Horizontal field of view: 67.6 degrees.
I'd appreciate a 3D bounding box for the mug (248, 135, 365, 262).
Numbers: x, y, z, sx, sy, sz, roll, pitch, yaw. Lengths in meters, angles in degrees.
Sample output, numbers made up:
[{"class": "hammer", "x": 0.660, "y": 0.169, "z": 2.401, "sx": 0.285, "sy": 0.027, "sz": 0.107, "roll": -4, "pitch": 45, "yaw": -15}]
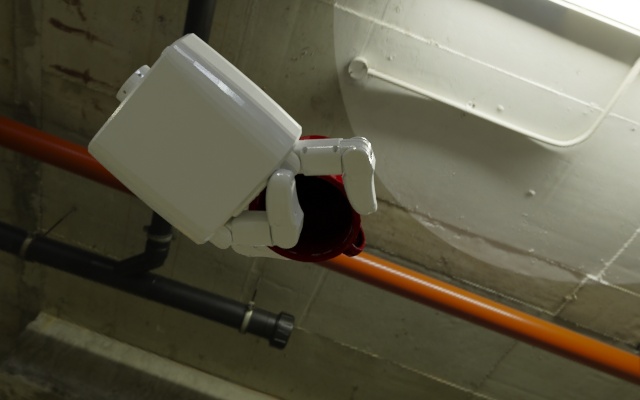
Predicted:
[{"class": "mug", "x": 0.001, "y": 0.002, "z": 0.427, "sx": 0.093, "sy": 0.117, "sz": 0.081, "roll": -38, "pitch": 20, "yaw": 27}]
